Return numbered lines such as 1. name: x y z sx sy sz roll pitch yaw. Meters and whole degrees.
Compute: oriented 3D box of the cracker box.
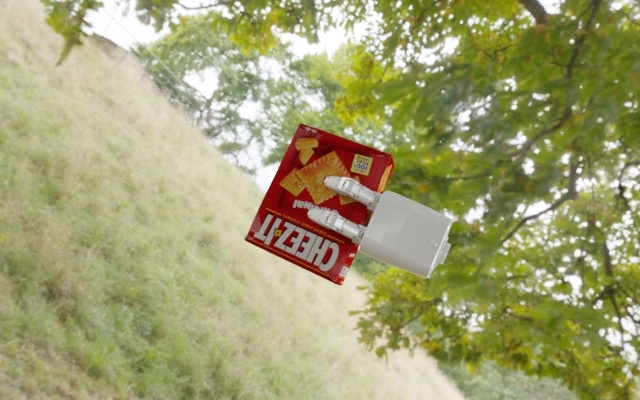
1. cracker box: 0.000 0.002 0.757 0.164 0.213 0.072 23 -8 17
